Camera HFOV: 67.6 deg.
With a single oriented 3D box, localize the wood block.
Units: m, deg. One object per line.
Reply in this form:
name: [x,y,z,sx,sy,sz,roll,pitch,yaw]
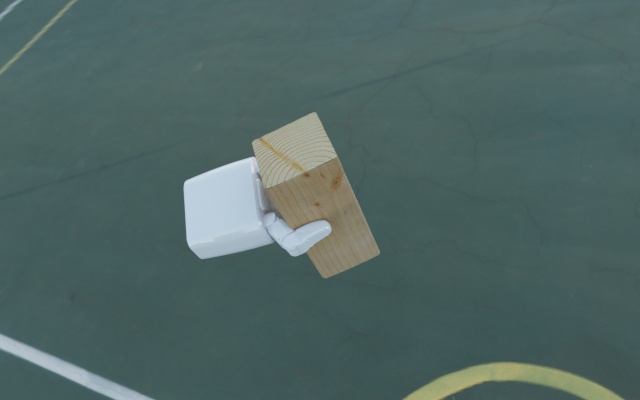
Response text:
wood block: [0.000,0.002,0.626,0.090,0.090,0.206,-24,-42,4]
